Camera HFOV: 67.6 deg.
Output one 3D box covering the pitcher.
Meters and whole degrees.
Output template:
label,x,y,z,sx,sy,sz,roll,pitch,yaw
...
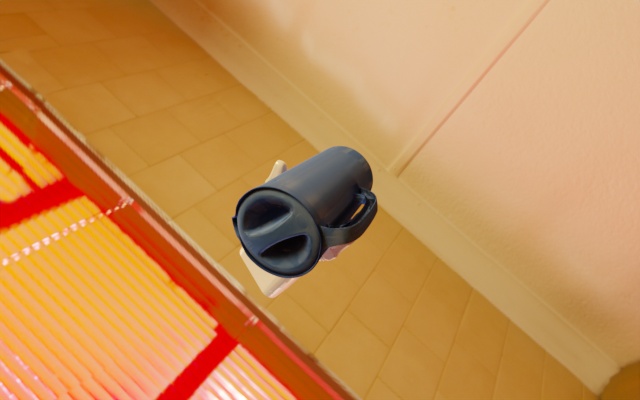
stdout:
label,x,y,z,sx,sy,sz,roll,pitch,yaw
pitcher,0.000,0.002,0.713,0.145,0.149,0.242,-49,-5,35
